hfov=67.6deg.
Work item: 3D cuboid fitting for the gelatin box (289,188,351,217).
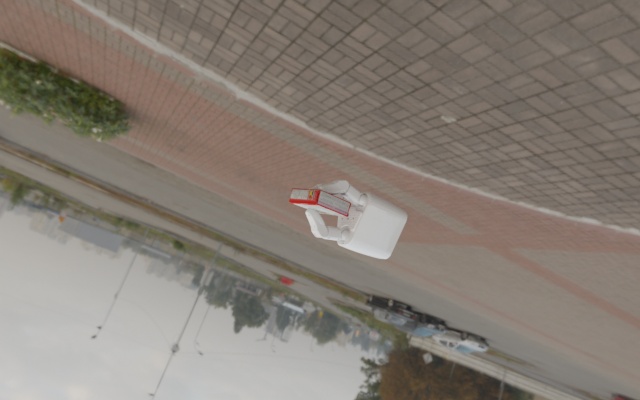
[{"bbox_3d":[0.000,0.003,0.867,0.073,0.030,0.089,5,-12,45],"label":"gelatin box"}]
